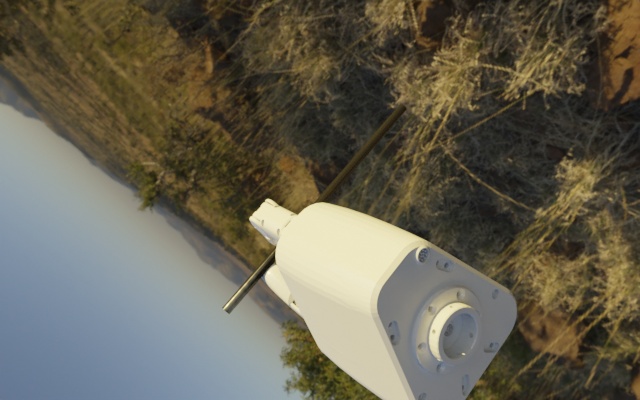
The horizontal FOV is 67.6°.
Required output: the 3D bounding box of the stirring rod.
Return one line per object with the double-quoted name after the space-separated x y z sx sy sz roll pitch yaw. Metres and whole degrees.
0.000 0.001 0.415 0.011 0.239 0.011 38 -14 12 "stirring rod"
